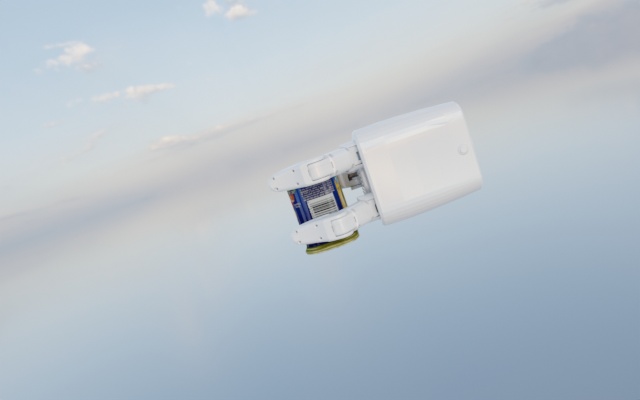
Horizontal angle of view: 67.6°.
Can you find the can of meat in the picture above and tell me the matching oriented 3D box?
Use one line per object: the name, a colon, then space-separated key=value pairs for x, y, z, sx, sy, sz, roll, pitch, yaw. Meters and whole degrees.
can of meat: x=0.000 y=0.001 z=0.509 sx=0.057 sy=0.084 sz=0.102 roll=-18 pitch=7 yaw=4
